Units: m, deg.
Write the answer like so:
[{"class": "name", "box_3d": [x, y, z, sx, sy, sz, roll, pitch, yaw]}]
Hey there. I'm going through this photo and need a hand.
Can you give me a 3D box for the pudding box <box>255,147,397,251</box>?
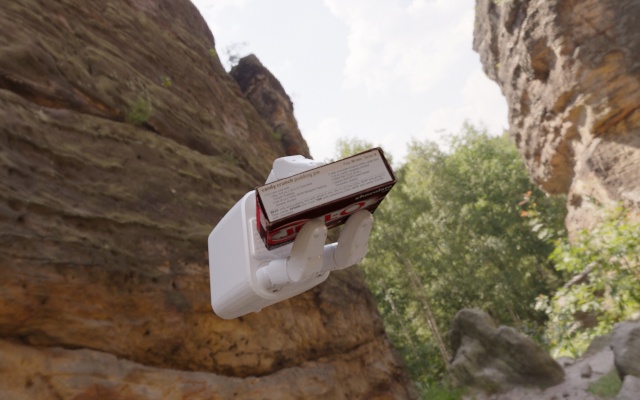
[{"class": "pudding box", "box_3d": [0.000, 0.001, 0.416, 0.113, 0.039, 0.090, -21, -14, -13]}]
